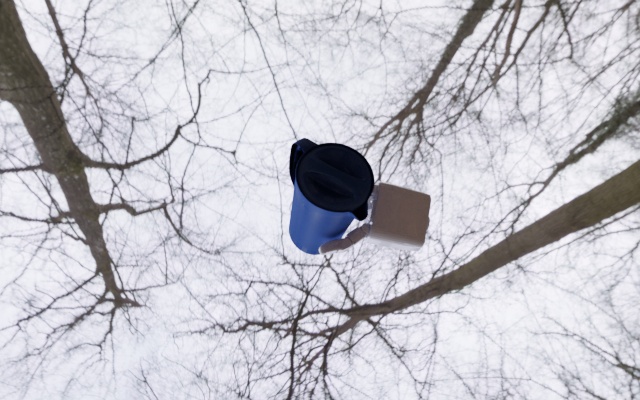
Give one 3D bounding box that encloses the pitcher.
[{"bbox_3d":[0.000,0.003,0.887,0.145,0.149,0.243,10,-28,-6],"label":"pitcher"}]
